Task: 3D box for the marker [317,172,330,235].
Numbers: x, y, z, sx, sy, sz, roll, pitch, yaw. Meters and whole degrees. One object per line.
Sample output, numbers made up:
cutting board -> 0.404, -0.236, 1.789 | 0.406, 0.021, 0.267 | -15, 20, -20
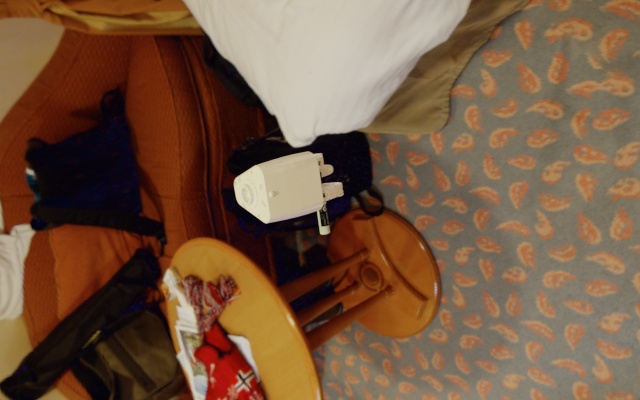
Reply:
marker -> 0.000, 0.003, 0.886 | 0.020, 0.121, 0.020 | -8, 11, 2
